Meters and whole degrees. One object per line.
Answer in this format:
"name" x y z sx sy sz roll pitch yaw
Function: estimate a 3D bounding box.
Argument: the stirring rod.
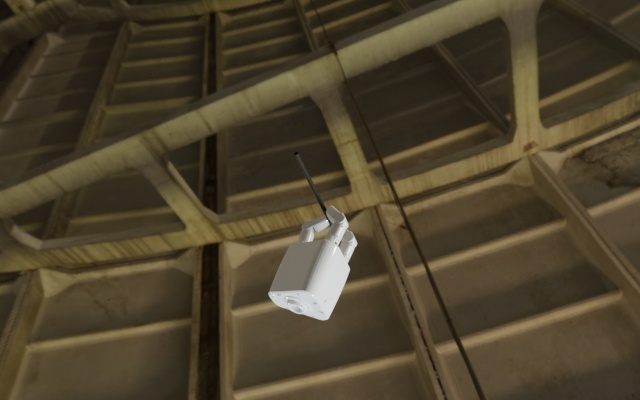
"stirring rod" 0.000 0.003 0.875 0.011 0.011 0.240 0 -42 27
